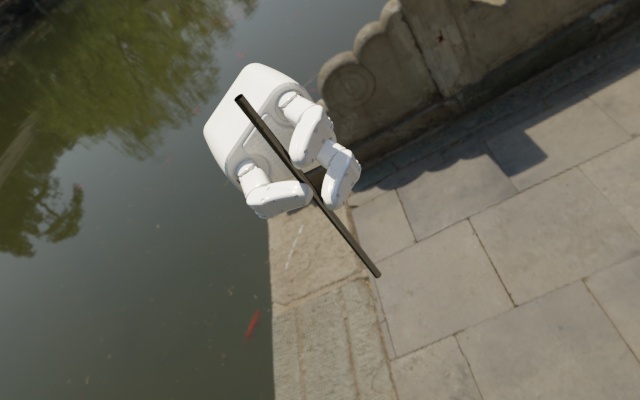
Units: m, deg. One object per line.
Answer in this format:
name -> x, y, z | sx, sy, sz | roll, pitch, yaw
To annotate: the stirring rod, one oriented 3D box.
stirring rod -> 0.000, 0.001, 0.415 | 0.011, 0.011, 0.240 | 0, -39, 38
